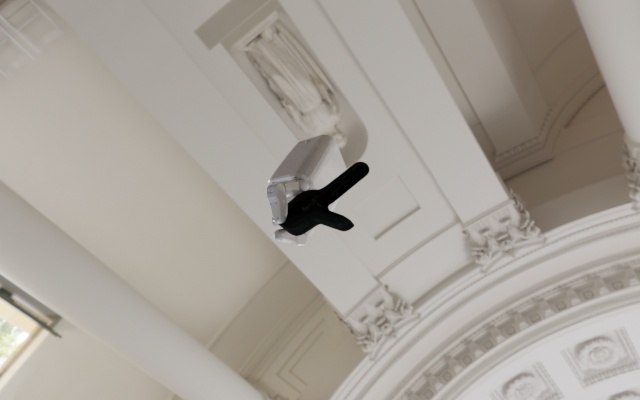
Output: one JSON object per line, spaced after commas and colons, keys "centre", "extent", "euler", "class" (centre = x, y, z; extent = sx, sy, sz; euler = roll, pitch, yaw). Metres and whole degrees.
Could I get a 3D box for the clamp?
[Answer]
{"centre": [0.000, 0.003, 0.707], "extent": [0.171, 0.120, 0.039], "euler": [-10, -52, 44], "class": "clamp"}
